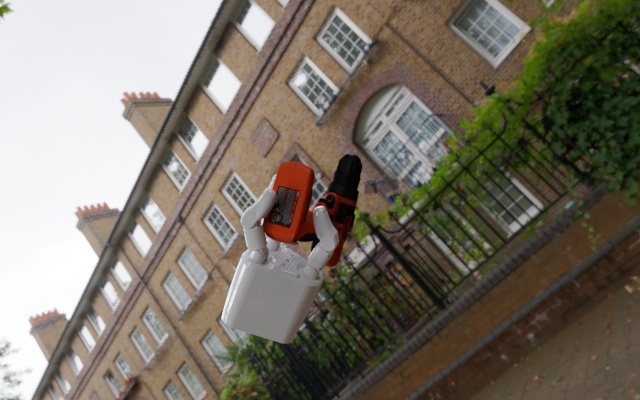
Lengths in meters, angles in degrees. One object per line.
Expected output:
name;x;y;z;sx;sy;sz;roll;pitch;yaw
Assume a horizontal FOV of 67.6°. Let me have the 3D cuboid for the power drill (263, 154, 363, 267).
power drill;0.000;0.002;0.698;0.057;0.184;0.188;11;-5;29
